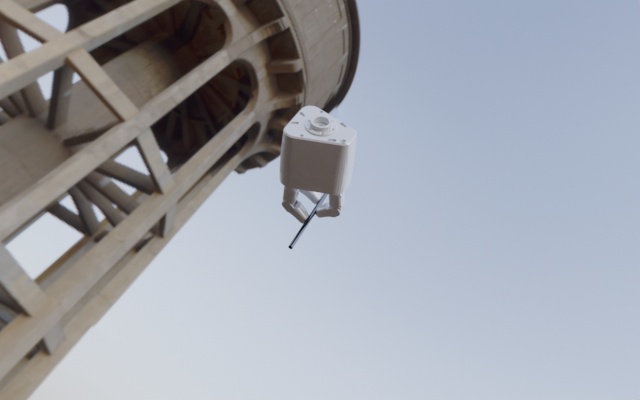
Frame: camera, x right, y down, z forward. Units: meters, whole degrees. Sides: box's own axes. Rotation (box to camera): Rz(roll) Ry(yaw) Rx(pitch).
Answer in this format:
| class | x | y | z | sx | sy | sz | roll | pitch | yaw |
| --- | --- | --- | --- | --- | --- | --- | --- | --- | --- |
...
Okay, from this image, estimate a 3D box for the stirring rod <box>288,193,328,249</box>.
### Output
| class | x | y | z | sx | sy | sz | roll | pitch | yaw |
| --- | --- | --- | --- | --- | --- | --- | --- | --- | --- |
| stirring rod | 0.000 | 0.003 | 0.872 | 0.011 | 0.011 | 0.239 | 0 | 39 | 33 |
